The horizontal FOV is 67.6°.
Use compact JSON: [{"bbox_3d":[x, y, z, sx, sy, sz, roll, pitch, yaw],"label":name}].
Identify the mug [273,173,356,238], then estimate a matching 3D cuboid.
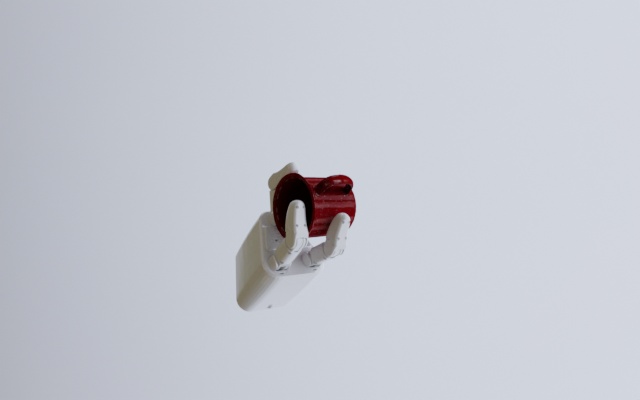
[{"bbox_3d":[0.001,0.001,0.643,0.081,0.093,0.117,-2,-34,-40],"label":"mug"}]
